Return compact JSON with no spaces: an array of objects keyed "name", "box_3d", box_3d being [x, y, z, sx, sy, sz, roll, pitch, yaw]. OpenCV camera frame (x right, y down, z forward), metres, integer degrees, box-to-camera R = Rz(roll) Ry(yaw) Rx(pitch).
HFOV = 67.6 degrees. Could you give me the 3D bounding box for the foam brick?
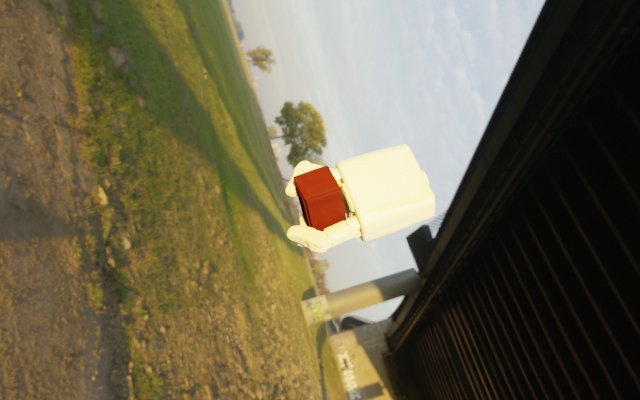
[{"name":"foam brick","box_3d":[0.000,0.002,0.644,0.051,0.078,0.053,-19,46,-7]}]
